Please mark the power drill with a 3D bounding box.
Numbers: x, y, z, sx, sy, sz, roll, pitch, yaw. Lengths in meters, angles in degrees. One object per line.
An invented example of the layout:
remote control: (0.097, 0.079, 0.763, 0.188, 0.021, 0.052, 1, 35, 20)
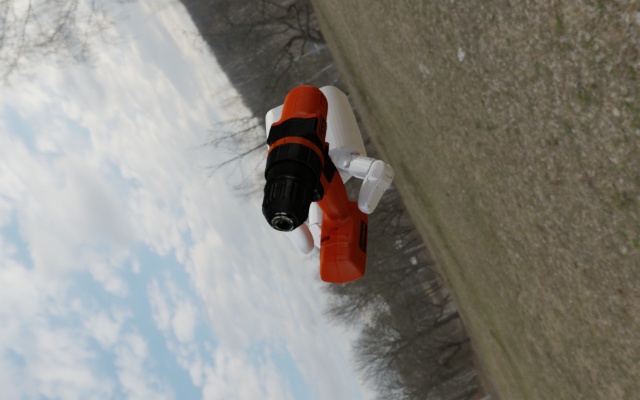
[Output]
power drill: (0.000, 0.002, 0.489, 0.057, 0.184, 0.188, -7, -46, 17)
